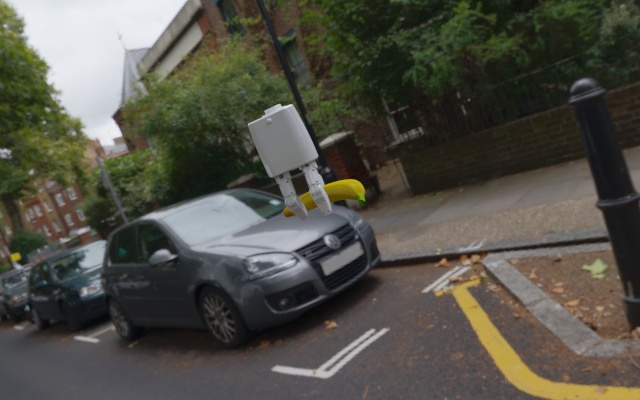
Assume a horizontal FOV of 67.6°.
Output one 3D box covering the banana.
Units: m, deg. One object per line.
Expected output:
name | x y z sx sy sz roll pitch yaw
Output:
banana | 0.012 -0.007 0.904 0.198 0.037 0.069 -12 21 41
